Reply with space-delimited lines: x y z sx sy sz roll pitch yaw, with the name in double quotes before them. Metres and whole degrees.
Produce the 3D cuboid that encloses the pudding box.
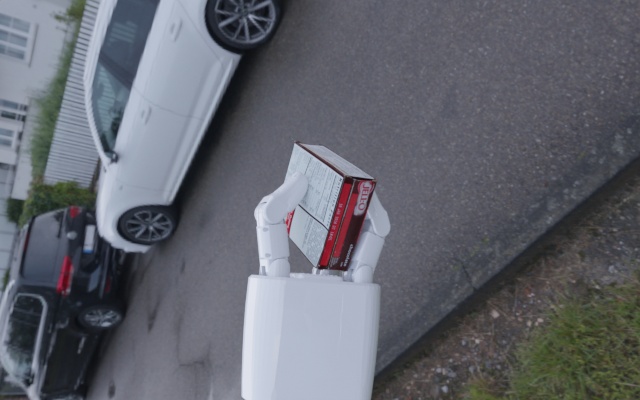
"pudding box" 0.000 0.002 0.453 0.039 0.090 0.113 7 19 -32
